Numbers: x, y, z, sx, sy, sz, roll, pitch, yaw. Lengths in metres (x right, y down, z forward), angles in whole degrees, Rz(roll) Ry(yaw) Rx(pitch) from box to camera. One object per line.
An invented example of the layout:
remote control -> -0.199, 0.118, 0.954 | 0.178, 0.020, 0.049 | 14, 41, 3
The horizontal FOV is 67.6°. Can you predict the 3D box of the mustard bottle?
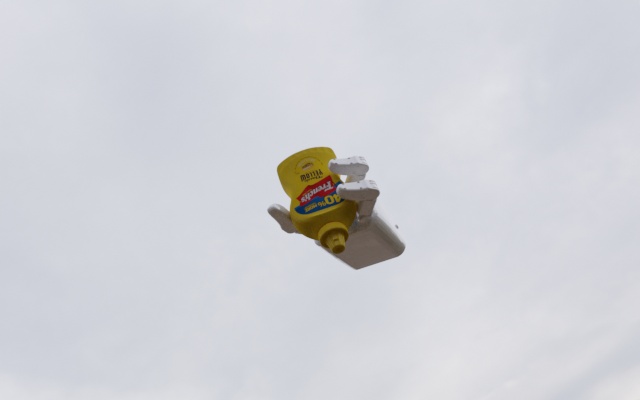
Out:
mustard bottle -> 0.000, 0.002, 0.694 | 0.096, 0.058, 0.191 | -18, 45, -3
